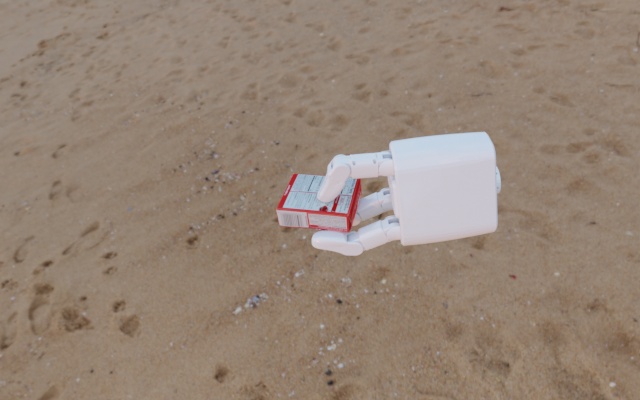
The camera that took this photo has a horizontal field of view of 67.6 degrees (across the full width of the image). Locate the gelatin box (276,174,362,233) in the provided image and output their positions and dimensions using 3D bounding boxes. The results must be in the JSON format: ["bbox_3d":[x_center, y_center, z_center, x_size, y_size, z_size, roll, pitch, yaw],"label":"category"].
[{"bbox_3d":[0.000,0.001,0.572,0.089,0.030,0.073,5,40,13],"label":"gelatin box"}]
